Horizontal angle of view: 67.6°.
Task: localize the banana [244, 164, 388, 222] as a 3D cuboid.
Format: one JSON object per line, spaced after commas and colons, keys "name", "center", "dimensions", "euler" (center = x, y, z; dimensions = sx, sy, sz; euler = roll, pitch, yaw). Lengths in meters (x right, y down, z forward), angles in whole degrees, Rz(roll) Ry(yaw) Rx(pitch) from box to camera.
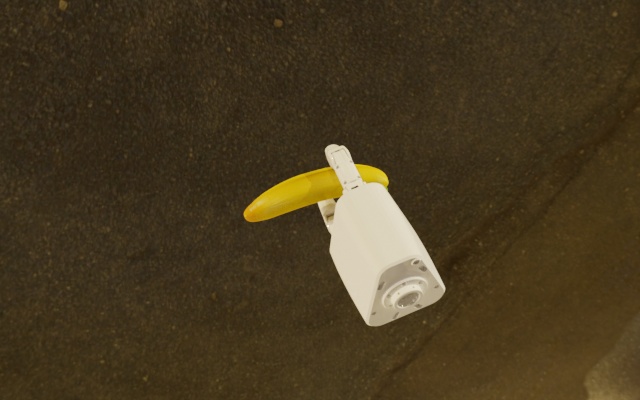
{"name": "banana", "center": [0.006, -0.011, 0.579], "dimensions": [0.198, 0.037, 0.070], "euler": [-9, -39, -20]}
